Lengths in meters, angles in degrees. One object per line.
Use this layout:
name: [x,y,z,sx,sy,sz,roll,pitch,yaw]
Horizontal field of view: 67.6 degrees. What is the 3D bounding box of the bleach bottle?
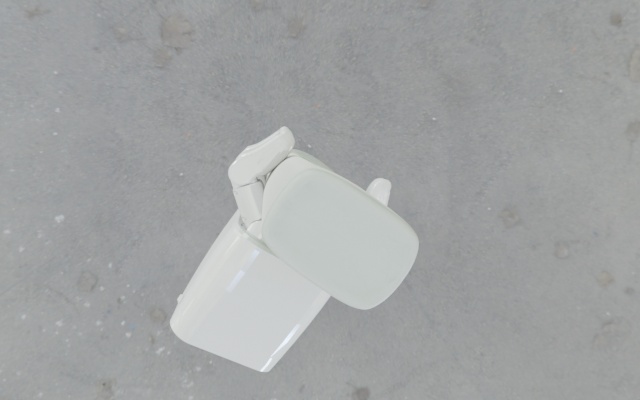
bleach bottle: [0.000,0.001,0.418,0.102,0.068,0.250,35,6,-11]
